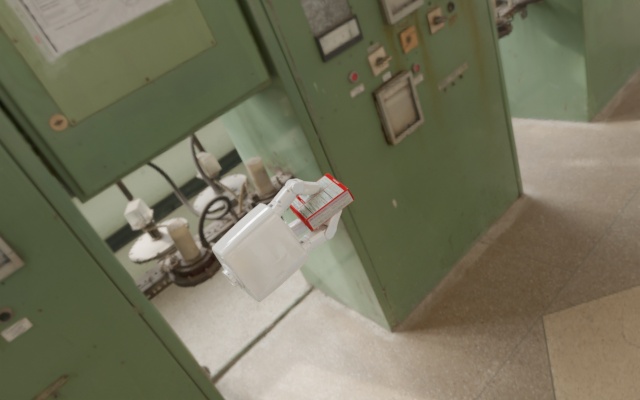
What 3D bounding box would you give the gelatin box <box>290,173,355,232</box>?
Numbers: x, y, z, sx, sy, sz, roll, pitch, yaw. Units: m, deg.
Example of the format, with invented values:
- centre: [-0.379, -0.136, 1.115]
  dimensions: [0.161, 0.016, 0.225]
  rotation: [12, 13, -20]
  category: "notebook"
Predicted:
- centre: [0.000, 0.002, 0.786]
  dimensions: [0.089, 0.030, 0.073]
  rotation: [-38, 34, -8]
  category: "gelatin box"
